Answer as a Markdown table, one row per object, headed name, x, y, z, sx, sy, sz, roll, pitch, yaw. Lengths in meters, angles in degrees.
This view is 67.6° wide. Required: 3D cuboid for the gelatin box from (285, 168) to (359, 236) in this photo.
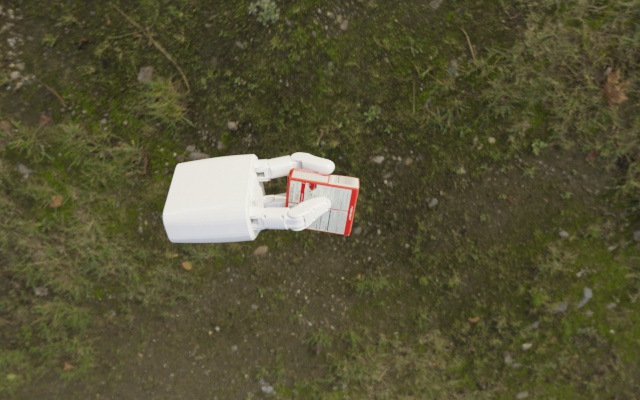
| name | x | y | z | sx | sy | sz | roll | pitch | yaw |
| --- | --- | --- | --- | --- | --- | --- | --- | --- | --- |
| gelatin box | 0.000 | 0.002 | 0.609 | 0.089 | 0.073 | 0.030 | 9 | 32 | 1 |
